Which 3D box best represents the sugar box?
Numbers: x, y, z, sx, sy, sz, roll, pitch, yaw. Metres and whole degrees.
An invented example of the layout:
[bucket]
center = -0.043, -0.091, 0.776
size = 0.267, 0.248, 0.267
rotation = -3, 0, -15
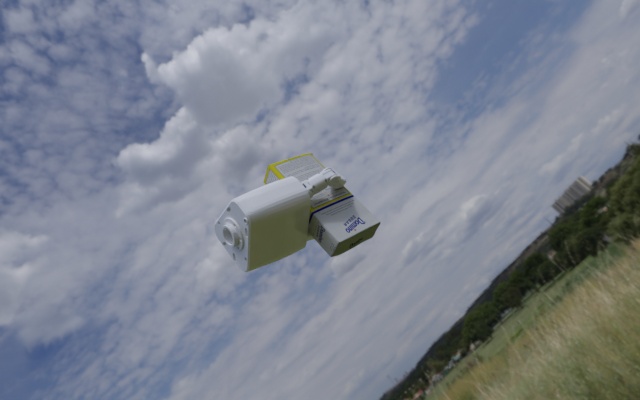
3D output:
[sugar box]
center = 0.000, 0.003, 0.748
size = 0.093, 0.176, 0.048
rotation = -22, -30, -37
